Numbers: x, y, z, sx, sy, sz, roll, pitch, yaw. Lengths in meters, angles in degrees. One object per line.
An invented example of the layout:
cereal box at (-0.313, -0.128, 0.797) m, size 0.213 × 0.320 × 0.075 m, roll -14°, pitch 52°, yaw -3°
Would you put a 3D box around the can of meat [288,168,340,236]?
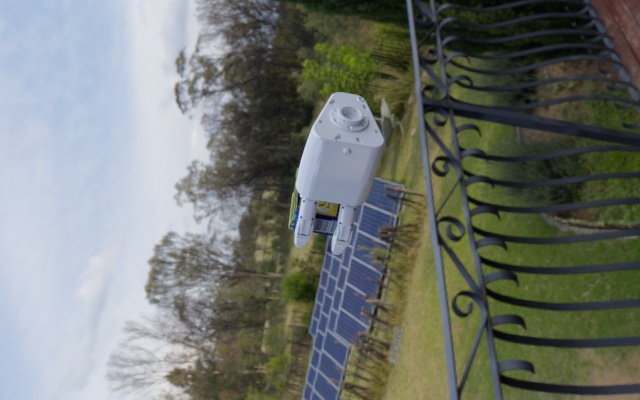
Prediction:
can of meat at (0.000, 0.002, 0.713) m, size 0.084 × 0.102 × 0.057 m, roll 9°, pitch -39°, yaw -7°
